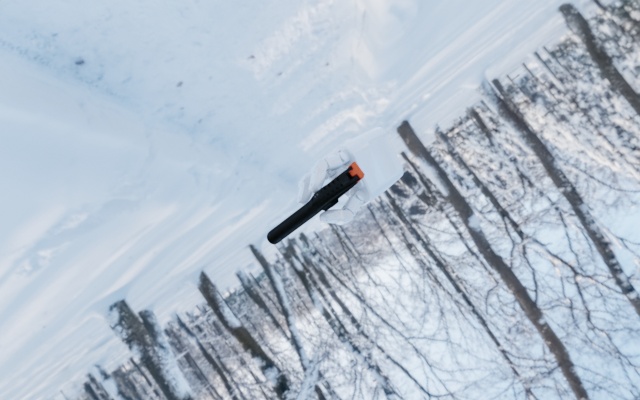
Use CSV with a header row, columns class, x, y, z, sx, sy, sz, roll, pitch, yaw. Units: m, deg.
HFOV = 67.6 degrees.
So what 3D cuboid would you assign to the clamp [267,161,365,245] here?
class,x,y,z,sx,sy,sz,roll,pitch,yaw
clamp,0.001,0.003,0.802,0.164,0.036,0.210,-34,-4,-34
